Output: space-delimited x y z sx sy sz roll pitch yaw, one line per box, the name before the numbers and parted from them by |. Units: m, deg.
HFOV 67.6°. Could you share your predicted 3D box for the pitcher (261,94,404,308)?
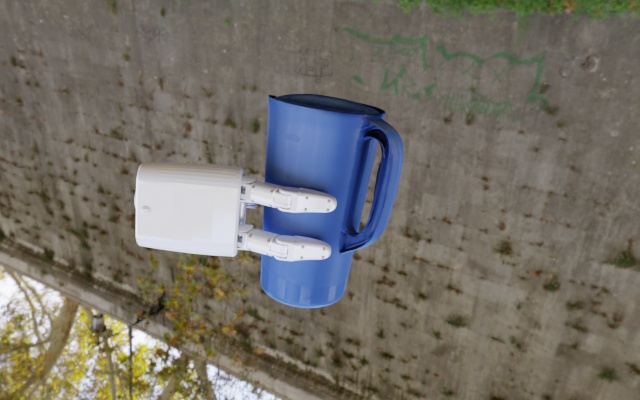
pitcher | 0.000 0.002 0.561 0.145 0.243 0.149 6 17 -6
